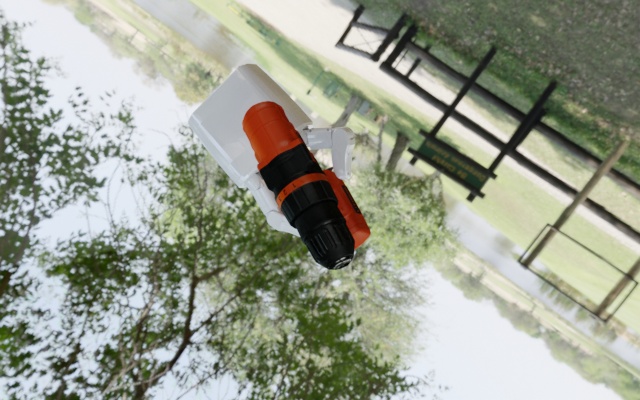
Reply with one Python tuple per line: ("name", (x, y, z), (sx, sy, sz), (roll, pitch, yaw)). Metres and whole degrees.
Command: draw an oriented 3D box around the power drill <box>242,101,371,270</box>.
("power drill", (0.000, 0.002, 0.506), (0.057, 0.184, 0.188), (-30, -23, 6))
